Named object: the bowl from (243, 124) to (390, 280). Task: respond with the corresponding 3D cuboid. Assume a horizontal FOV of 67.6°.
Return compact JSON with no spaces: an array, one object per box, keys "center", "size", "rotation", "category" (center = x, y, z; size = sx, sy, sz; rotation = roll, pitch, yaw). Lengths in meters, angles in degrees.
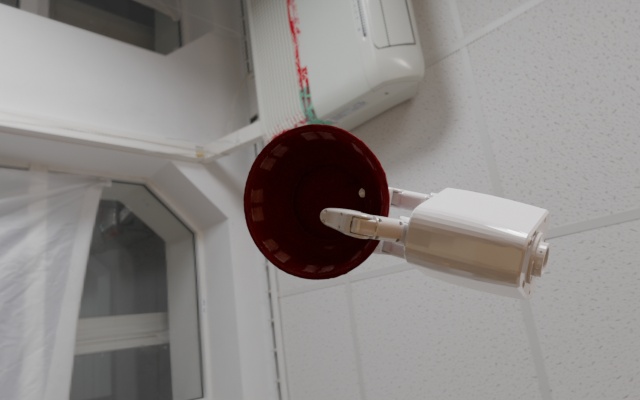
[{"center":[-0.001,0.001,0.518],"size":[0.162,0.162,0.055],"rotation":[0,0,19],"category":"bowl"}]
